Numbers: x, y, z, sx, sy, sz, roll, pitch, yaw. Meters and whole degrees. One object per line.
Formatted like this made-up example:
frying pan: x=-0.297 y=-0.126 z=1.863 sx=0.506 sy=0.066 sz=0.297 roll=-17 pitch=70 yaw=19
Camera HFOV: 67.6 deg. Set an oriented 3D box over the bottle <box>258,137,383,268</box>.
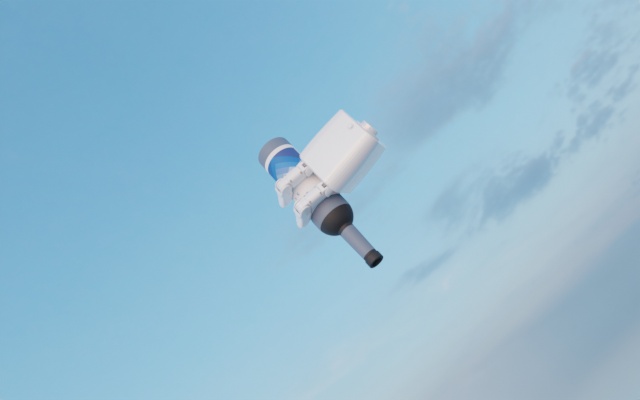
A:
bottle: x=0.000 y=0.003 z=0.812 sx=0.069 sy=0.069 sz=0.295 roll=0 pitch=39 yaw=-50
